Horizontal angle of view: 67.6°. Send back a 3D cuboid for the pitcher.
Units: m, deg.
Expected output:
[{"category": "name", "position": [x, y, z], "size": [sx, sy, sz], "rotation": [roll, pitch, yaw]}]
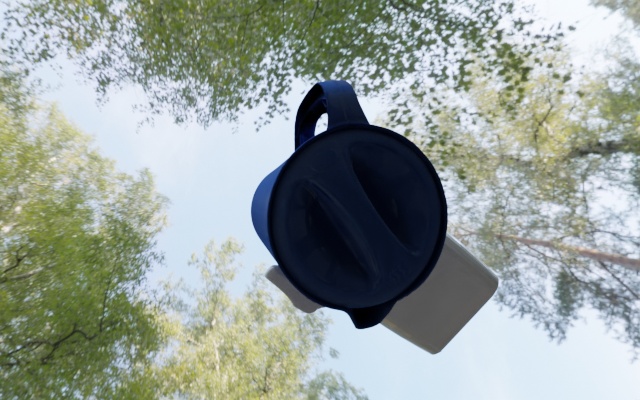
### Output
[{"category": "pitcher", "position": [0.000, 0.002, 0.442], "size": [0.145, 0.149, 0.243], "rotation": [37, -8, -12]}]
